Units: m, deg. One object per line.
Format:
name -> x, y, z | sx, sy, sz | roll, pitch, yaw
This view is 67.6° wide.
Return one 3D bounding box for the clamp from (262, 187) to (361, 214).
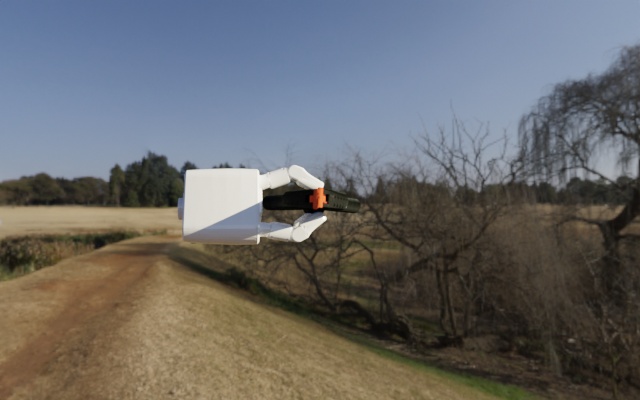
clamp -> 0.000, 0.002, 0.722 | 0.164, 0.036, 0.210 | 1, -3, -10
